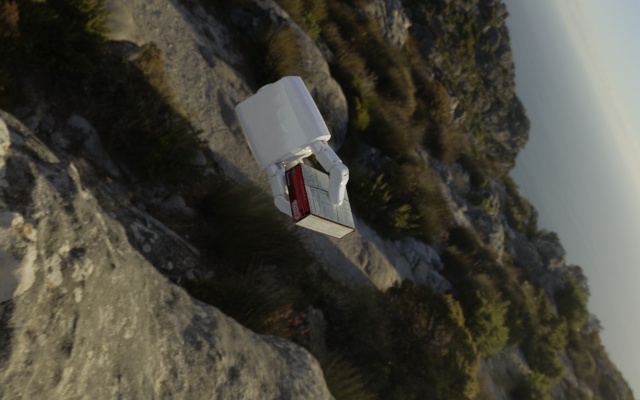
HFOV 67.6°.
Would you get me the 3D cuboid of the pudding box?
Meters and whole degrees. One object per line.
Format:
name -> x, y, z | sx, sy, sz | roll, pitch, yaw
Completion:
pudding box -> 0.000, 0.002, 0.724 | 0.039, 0.090, 0.113 | -30, -33, 32
